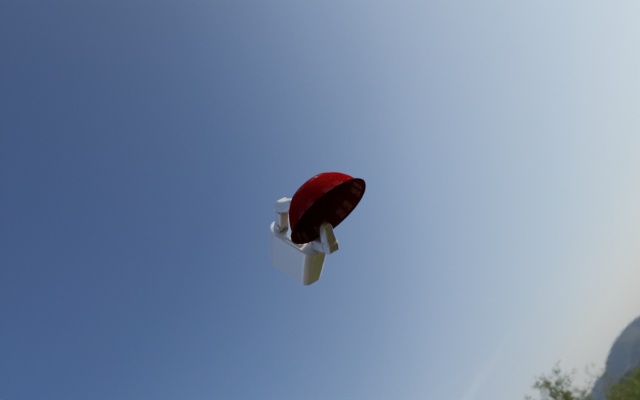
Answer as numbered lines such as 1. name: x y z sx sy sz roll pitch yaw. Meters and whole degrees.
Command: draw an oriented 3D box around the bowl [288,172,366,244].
1. bowl: 0.000 0.001 0.826 0.162 0.055 0.162 -33 -23 -16
